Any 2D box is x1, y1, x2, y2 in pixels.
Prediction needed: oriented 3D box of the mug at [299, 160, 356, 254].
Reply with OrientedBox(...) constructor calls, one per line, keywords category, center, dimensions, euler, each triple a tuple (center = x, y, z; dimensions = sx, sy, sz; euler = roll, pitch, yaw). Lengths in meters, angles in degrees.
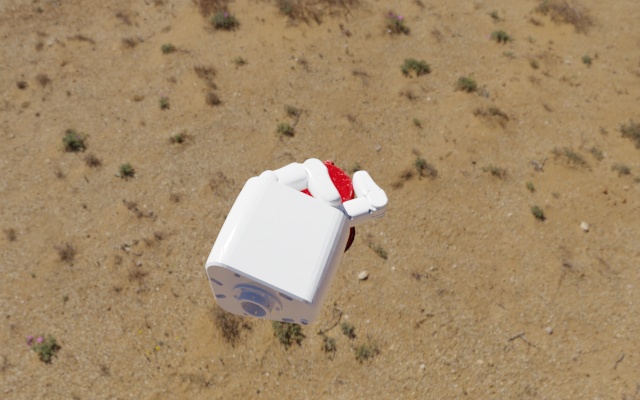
OrientedBox(category="mug", center=(0.001, 0.001, 0.563), dimensions=(0.093, 0.117, 0.082), euler=(13, -39, 9))
